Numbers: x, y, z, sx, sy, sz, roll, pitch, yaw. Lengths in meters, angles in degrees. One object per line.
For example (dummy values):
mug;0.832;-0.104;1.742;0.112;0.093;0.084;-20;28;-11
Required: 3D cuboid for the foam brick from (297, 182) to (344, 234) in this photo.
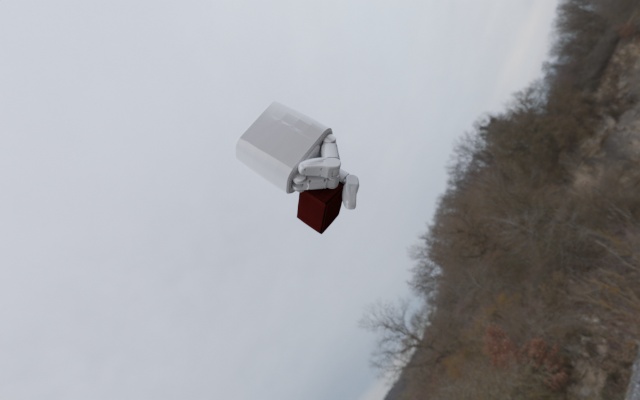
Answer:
foam brick;0.000;0.003;0.749;0.051;0.078;0.053;32;53;17
